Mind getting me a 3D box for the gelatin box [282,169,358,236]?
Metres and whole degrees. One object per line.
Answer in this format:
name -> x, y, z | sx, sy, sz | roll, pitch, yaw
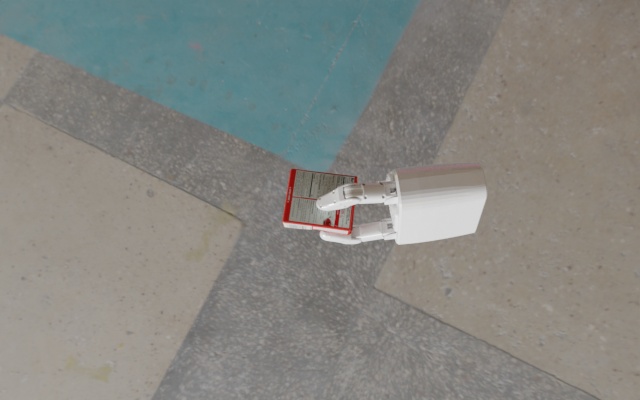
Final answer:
gelatin box -> 0.000, 0.002, 0.613 | 0.089, 0.073, 0.030 | 7, -16, 1
